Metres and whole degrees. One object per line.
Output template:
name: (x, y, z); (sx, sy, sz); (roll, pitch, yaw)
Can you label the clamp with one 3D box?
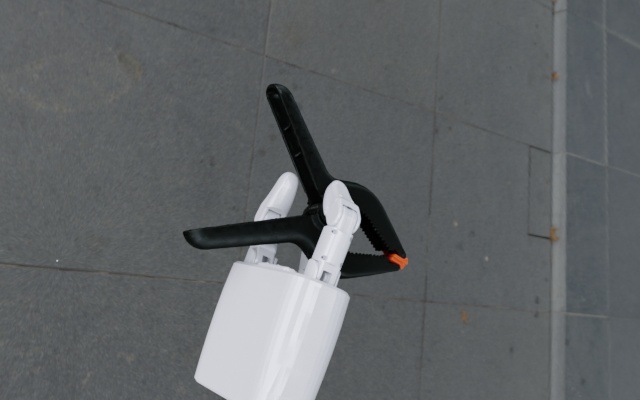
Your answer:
clamp: (0.001, 0.002, 0.444); (0.210, 0.164, 0.036); (27, -17, -24)
